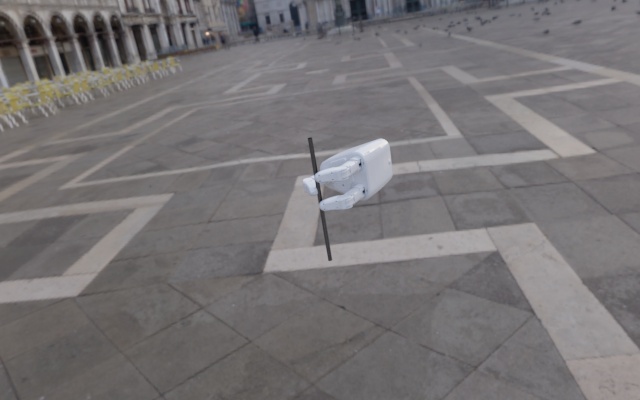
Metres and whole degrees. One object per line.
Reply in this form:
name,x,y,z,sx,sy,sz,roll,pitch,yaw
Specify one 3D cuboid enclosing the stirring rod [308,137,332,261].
stirring rod,0.000,0.003,0.870,0.011,0.240,0.011,-8,21,3
